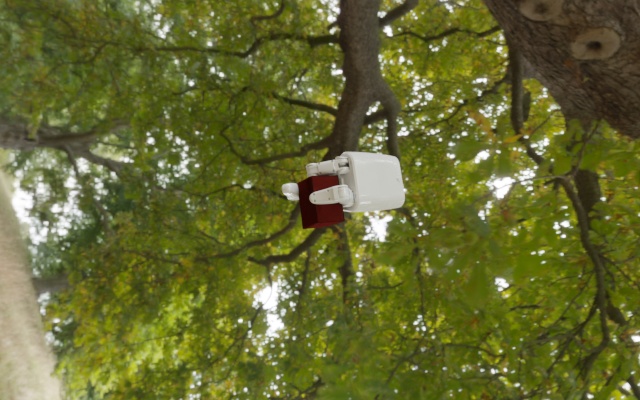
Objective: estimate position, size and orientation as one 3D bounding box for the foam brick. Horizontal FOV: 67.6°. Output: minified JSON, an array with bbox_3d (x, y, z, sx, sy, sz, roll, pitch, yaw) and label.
[{"bbox_3d":[0.000,0.003,0.767,0.051,0.078,0.053,-2,-11,-32],"label":"foam brick"}]
